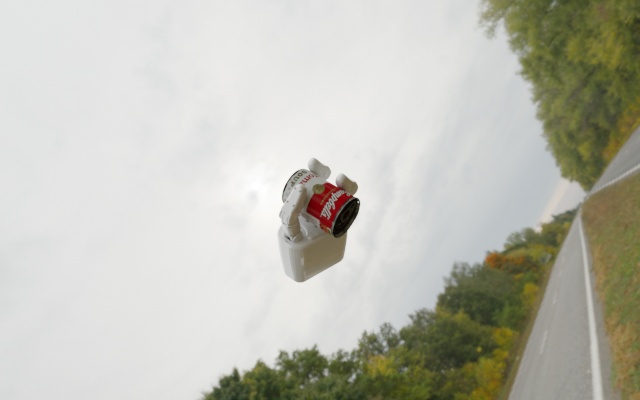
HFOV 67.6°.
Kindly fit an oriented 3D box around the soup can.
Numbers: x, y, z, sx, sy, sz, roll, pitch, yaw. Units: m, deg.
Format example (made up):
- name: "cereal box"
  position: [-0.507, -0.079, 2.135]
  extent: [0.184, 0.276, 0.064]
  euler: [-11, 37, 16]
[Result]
- name: "soup can"
  position: [0.000, 0.002, 0.724]
  extent: [0.102, 0.068, 0.068]
  euler: [31, 15, 26]
